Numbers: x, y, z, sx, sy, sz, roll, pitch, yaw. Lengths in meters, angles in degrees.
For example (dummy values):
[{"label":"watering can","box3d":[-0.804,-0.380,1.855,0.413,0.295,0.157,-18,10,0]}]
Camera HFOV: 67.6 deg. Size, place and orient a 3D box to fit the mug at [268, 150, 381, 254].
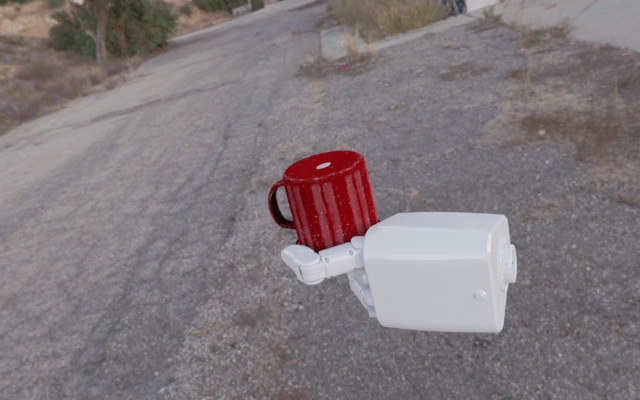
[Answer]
[{"label":"mug","box3d":[-0.001,0.001,0.476,0.117,0.081,0.093,-2,24,28]}]
